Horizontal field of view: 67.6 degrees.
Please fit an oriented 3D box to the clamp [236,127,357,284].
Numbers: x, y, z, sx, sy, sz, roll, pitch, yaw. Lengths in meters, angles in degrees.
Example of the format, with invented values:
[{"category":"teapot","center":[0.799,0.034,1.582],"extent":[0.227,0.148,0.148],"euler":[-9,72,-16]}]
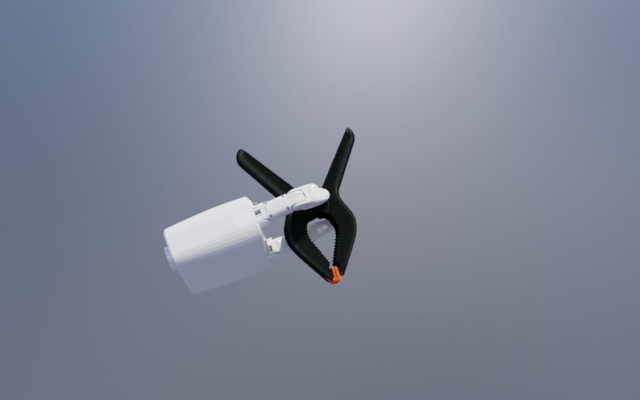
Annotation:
[{"category":"clamp","center":[0.000,0.002,0.625],"extent":[0.164,0.210,0.036],"euler":[-20,-15,-13]}]
